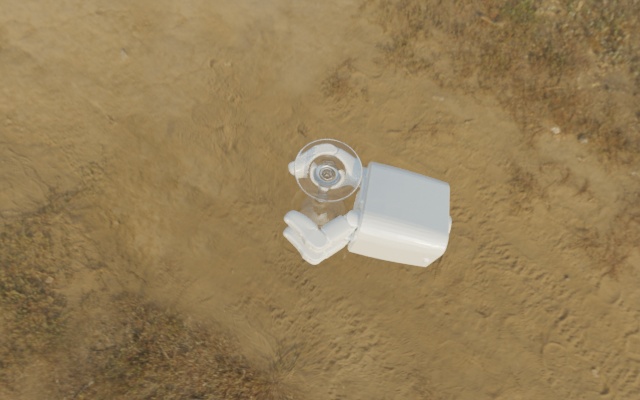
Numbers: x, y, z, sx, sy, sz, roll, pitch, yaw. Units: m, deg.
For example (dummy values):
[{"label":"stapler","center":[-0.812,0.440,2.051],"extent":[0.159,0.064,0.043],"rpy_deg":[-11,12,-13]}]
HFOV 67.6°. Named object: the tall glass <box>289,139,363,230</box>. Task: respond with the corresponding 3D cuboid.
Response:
[{"label":"tall glass","center":[0.000,0.002,0.602],"extent":[0.079,0.079,0.201],"rpy_deg":[0,-21,-6]}]
